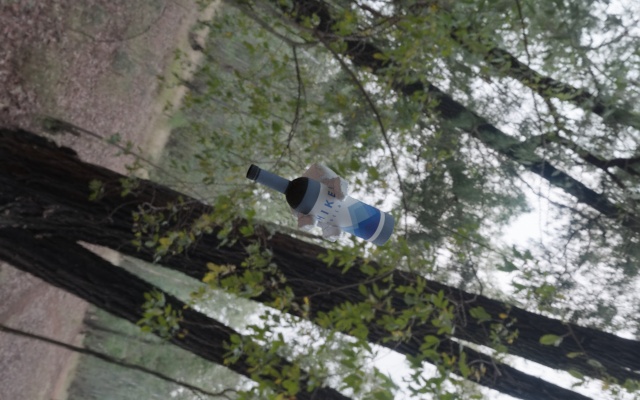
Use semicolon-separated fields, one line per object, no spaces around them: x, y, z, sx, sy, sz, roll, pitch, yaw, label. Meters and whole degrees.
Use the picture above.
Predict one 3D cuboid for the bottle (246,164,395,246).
0.000;0.003;0.899;0.296;0.069;0.069;24;-8;-18;bottle
